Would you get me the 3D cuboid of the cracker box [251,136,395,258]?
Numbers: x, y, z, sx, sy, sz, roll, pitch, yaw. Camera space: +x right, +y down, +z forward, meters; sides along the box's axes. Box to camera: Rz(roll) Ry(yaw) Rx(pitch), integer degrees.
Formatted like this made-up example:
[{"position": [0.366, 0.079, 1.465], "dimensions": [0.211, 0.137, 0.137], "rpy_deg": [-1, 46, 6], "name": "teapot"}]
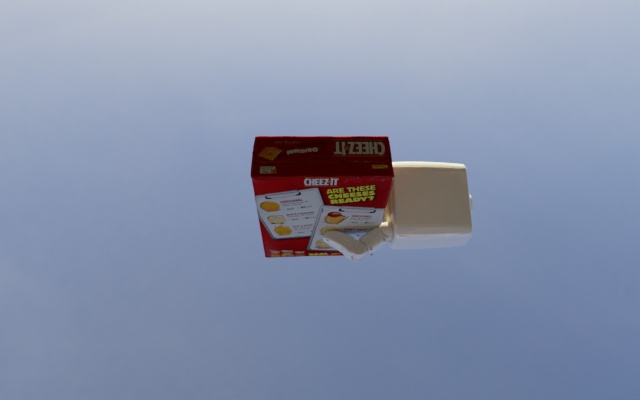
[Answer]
[{"position": [0.000, 0.002, 0.640], "dimensions": [0.164, 0.072, 0.214], "rpy_deg": [-1, -32, -2], "name": "cracker box"}]
